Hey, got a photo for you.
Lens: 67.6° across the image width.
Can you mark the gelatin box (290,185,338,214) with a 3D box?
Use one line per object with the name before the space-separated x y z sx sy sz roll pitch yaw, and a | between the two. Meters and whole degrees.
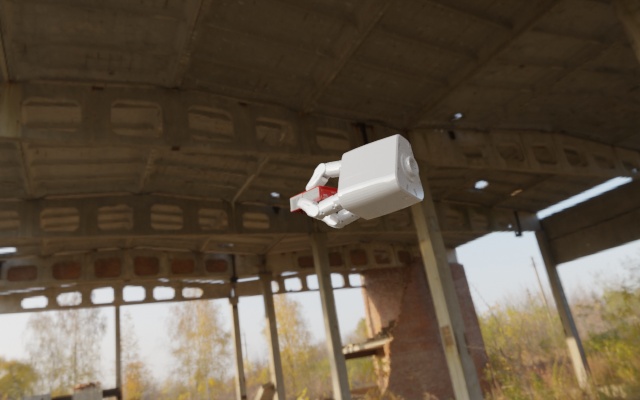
gelatin box | 0.000 0.002 0.861 0.073 0.030 0.089 10 -22 -39
